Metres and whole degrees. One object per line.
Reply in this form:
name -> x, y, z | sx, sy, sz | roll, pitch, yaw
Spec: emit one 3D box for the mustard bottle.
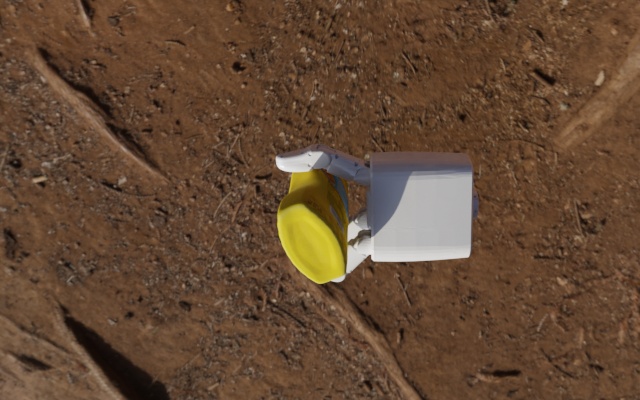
mustard bottle -> 0.000, 0.002, 0.548 | 0.058, 0.096, 0.191 | -24, 23, 17
